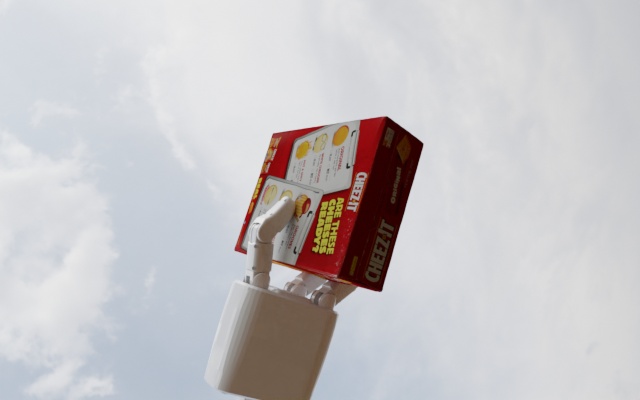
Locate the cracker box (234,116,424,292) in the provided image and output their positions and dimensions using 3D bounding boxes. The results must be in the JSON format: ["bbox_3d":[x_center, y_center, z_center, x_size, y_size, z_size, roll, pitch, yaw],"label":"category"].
[{"bbox_3d":[0.000,0.002,0.544,0.072,0.164,0.213,24,-12,-35],"label":"cracker box"}]
